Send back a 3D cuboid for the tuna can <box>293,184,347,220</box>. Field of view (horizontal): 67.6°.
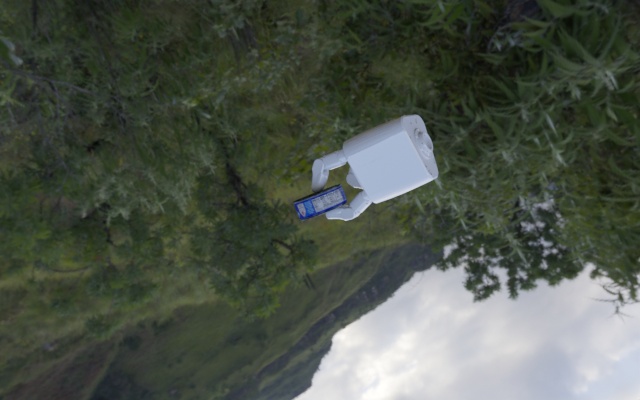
[{"bbox_3d":[0.000,0.003,0.794,0.086,0.034,0.086,-21,3,1],"label":"tuna can"}]
